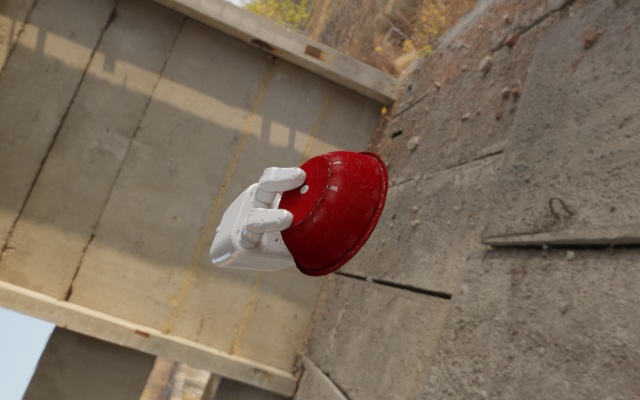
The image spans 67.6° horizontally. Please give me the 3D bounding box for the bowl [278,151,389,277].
[{"bbox_3d":[0.001,0.001,0.542,0.055,0.162,0.162,32,-17,-29],"label":"bowl"}]
